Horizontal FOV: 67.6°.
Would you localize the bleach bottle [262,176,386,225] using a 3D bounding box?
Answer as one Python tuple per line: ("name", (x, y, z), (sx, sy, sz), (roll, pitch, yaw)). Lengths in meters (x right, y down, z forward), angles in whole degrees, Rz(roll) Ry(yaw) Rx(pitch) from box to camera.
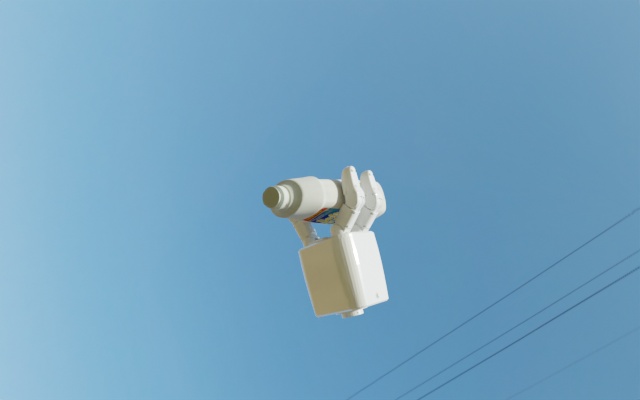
("bleach bottle", (0.000, 0.002, 0.714), (0.102, 0.068, 0.251), (-21, -13, 32))
